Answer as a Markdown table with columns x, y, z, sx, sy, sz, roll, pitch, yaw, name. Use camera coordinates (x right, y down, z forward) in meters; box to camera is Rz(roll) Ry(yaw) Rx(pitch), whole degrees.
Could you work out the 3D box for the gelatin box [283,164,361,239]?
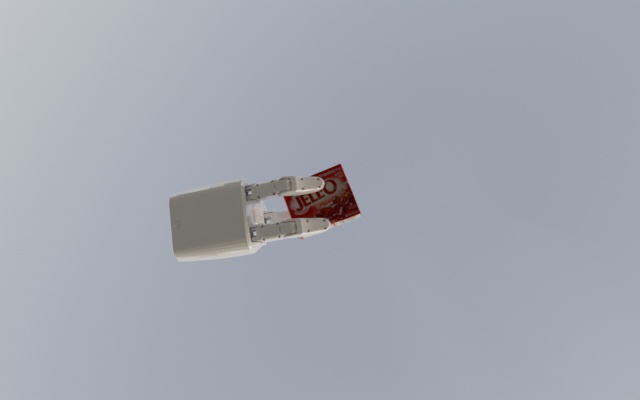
| x | y | z | sx | sy | sz | roll | pitch | yaw | name |
| --- | --- | --- | --- | --- | --- | --- | --- | --- | --- |
| 0.000 | 0.002 | 0.636 | 0.089 | 0.073 | 0.030 | -21 | -12 | 0 | gelatin box |
